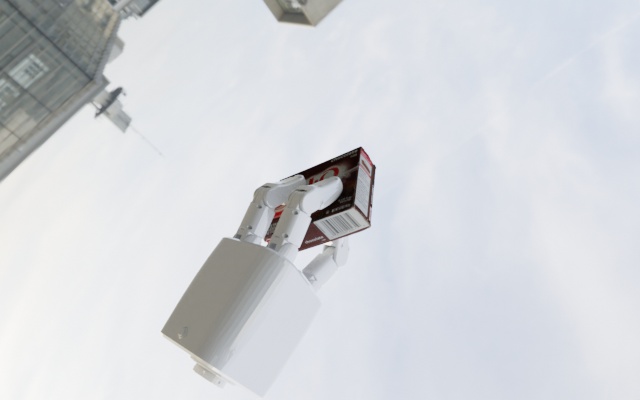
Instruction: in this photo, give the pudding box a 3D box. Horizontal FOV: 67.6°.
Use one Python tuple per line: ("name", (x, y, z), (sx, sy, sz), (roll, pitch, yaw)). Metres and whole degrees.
("pudding box", (0.000, 0.002, 0.499), (0.113, 0.090, 0.039), (-19, -50, 27))
